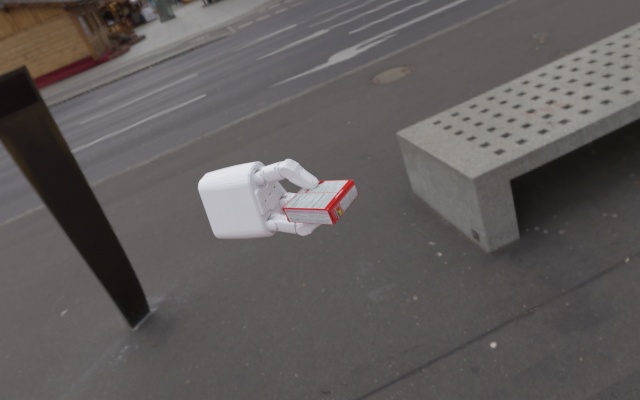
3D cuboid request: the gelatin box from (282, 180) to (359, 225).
[{"bbox_3d":[0.000,0.002,0.693,0.089,0.030,0.073,0,35,39],"label":"gelatin box"}]
